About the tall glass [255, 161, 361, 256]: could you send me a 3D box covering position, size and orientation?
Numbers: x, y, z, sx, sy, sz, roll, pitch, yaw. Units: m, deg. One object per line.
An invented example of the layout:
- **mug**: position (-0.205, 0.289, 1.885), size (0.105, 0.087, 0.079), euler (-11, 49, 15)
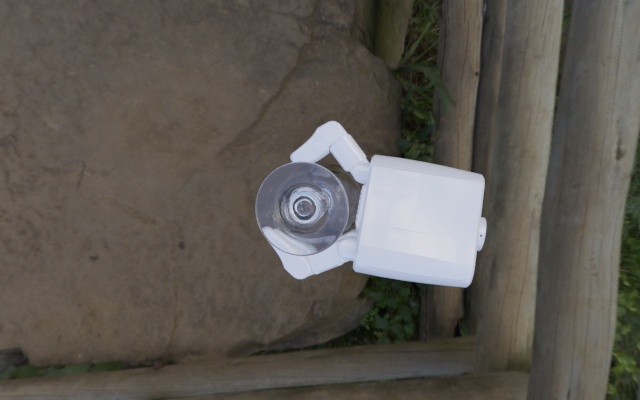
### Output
- **tall glass**: position (0.000, 0.001, 0.469), size (0.079, 0.079, 0.201), euler (0, 3, 8)
